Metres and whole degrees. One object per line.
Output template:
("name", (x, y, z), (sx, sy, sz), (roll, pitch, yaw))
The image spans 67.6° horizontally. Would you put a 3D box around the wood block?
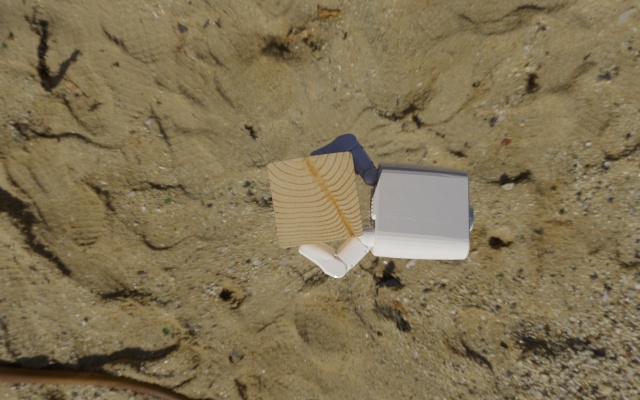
("wood block", (0.000, 0.002, 0.588), (0.090, 0.091, 0.206), (-8, -2, 3))
